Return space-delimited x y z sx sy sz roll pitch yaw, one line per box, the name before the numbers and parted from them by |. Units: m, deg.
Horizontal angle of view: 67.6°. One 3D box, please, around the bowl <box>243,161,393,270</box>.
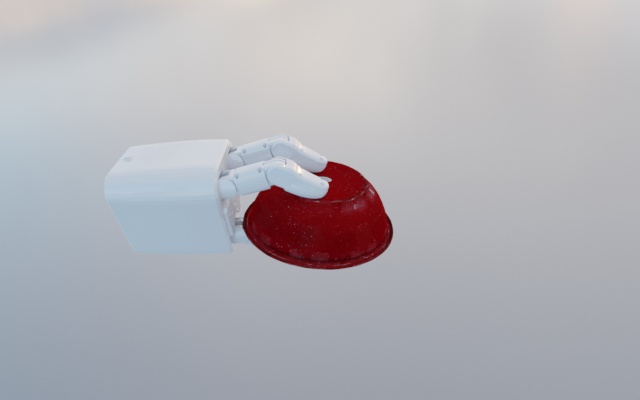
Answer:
bowl | 0.001 0.001 0.500 0.162 0.055 0.162 4 30 -3
